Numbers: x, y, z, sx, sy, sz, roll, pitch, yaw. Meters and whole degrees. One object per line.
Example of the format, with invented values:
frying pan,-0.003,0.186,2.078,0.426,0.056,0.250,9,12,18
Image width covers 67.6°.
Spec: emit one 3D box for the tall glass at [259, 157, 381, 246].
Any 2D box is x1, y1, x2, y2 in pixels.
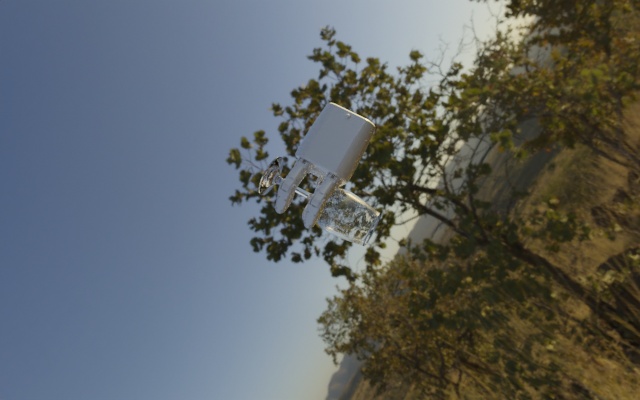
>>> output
tall glass,-0.001,0.002,0.803,0.201,0.079,0.079,28,7,13
